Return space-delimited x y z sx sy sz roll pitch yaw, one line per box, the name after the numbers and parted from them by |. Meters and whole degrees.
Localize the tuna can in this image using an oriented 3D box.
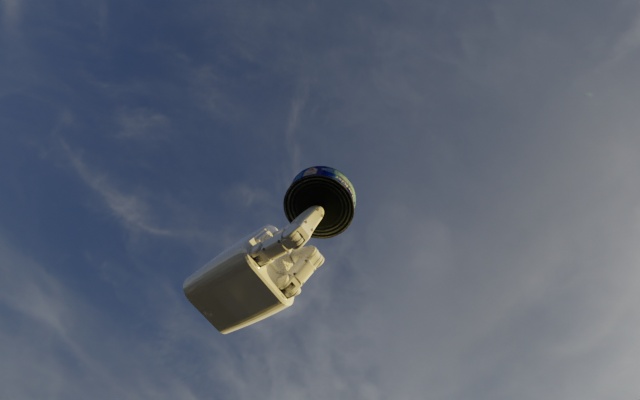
0.000 0.002 0.583 0.086 0.086 0.033 0 27 10 | tuna can
